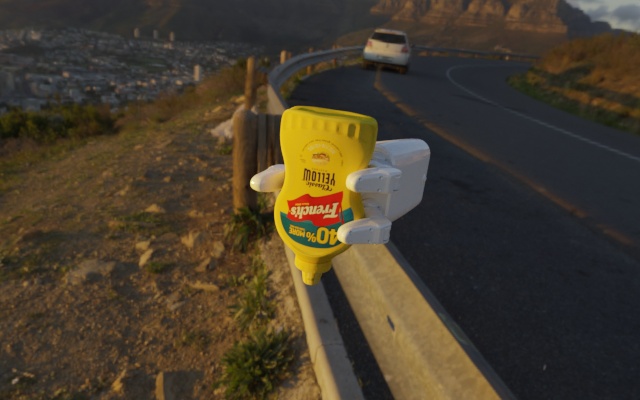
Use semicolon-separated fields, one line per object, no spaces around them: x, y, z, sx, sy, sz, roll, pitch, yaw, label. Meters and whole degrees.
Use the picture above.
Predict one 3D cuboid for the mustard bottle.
0.000;0.002;0.508;0.096;0.192;0.058;10;20;9;mustard bottle
